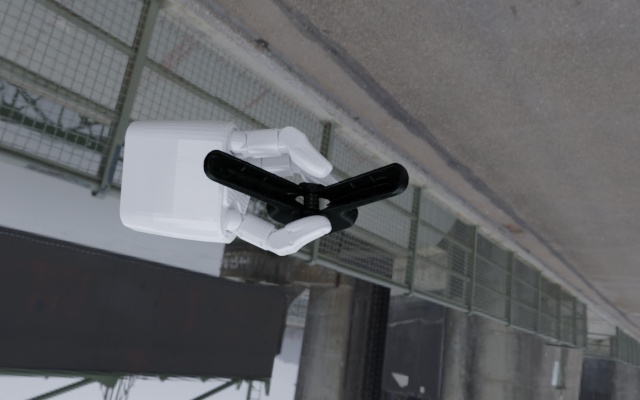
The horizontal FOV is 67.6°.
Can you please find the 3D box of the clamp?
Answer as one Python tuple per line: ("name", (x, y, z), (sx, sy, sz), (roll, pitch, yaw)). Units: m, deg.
("clamp", (0.000, 0.002, 0.462), (0.164, 0.036, 0.210), (4, -16, 10))
